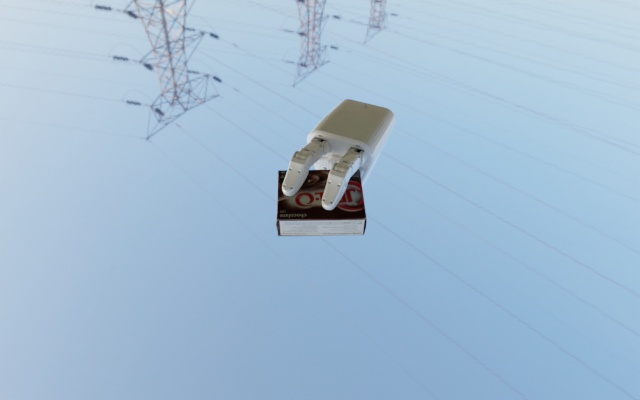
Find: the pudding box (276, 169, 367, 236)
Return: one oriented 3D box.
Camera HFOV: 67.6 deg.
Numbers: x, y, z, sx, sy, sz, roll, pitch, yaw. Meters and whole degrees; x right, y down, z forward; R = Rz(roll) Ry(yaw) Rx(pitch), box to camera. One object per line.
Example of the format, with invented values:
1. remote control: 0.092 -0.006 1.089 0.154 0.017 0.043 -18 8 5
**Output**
1. pudding box: 0.000 0.002 0.619 0.113 0.090 0.039 -3 -45 -1
